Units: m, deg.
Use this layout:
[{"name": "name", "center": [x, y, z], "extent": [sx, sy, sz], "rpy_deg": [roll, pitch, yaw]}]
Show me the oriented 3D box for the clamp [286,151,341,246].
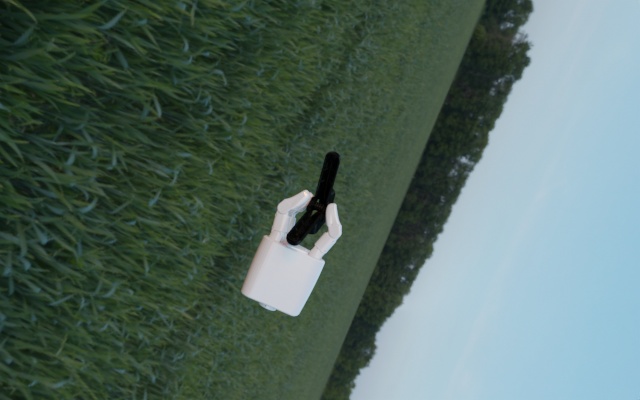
[{"name": "clamp", "center": [0.001, 0.003, 0.844], "extent": [0.036, 0.164, 0.210], "rpy_deg": [26, -1, 9]}]
